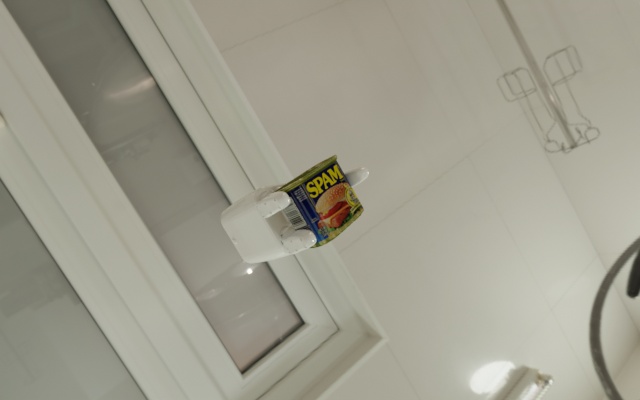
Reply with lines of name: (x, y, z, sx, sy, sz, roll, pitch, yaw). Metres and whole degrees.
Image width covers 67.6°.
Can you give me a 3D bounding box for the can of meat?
can of meat: (0.000, 0.002, 0.605, 0.057, 0.084, 0.102, -23, 9, 44)
